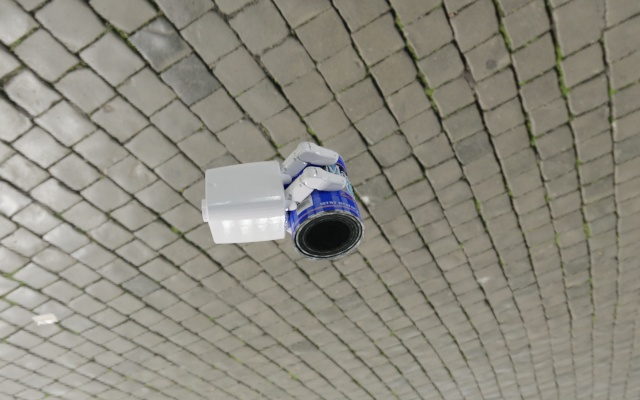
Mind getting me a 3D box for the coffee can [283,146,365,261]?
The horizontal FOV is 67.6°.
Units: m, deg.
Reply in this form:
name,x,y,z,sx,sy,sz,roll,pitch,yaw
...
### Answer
name,x,y,z,sx,sy,sz,roll,pitch,yaw
coffee can,0.000,0.002,0.707,0.103,0.103,0.140,0,44,-14
